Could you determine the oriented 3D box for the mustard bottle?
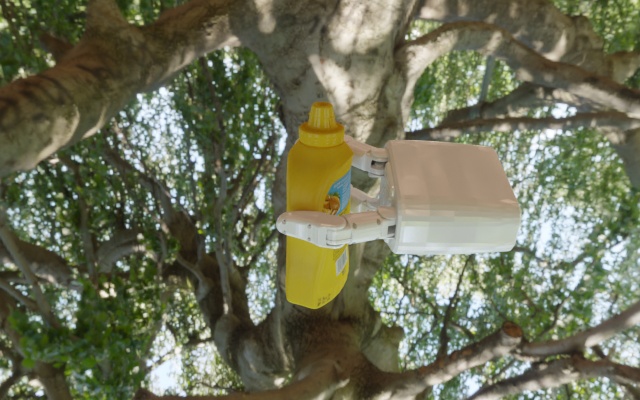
[{"bbox_3d":[0.000,0.002,0.459,0.058,0.192,0.096,12,29,20],"label":"mustard bottle"}]
